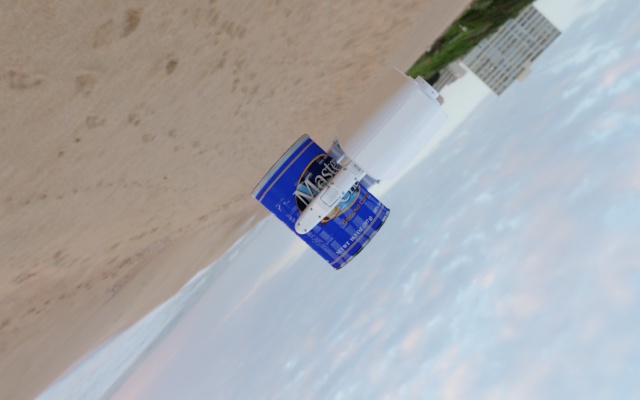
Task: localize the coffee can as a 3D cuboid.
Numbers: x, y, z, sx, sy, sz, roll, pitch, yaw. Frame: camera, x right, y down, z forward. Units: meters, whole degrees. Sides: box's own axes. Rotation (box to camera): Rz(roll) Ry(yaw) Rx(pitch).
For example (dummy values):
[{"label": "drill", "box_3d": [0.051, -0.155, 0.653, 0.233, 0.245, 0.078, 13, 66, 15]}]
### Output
[{"label": "coffee can", "box_3d": [0.000, 0.002, 0.591, 0.140, 0.103, 0.103, 42, -2, -3]}]
